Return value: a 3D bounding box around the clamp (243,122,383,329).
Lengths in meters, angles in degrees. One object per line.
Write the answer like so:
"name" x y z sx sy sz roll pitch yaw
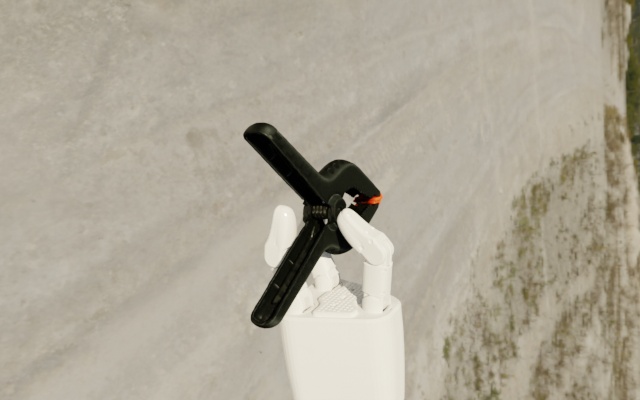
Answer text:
"clamp" 0.001 0.002 0.446 0.036 0.164 0.210 6 17 32
